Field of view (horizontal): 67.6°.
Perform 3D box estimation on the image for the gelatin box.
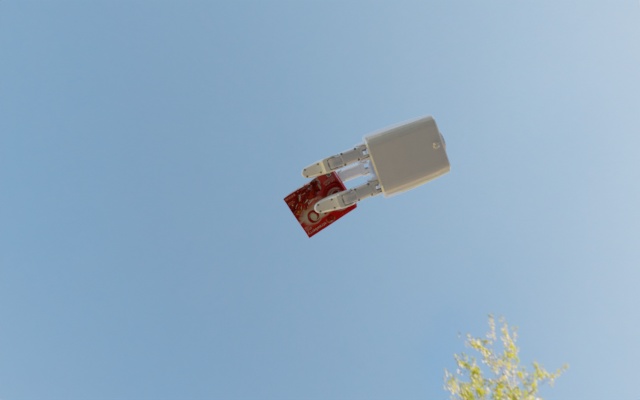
[{"bbox_3d":[0.000,0.002,0.727,0.089,0.073,0.030,-33,5,10],"label":"gelatin box"}]
